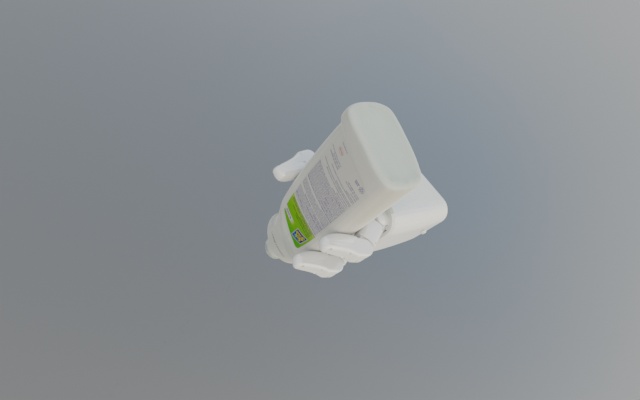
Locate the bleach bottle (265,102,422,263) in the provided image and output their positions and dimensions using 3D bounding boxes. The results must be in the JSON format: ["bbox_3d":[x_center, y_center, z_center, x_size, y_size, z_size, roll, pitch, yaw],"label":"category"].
[{"bbox_3d":[0.000,0.002,0.544,0.068,0.102,0.251,-10,-20,-38],"label":"bleach bottle"}]
